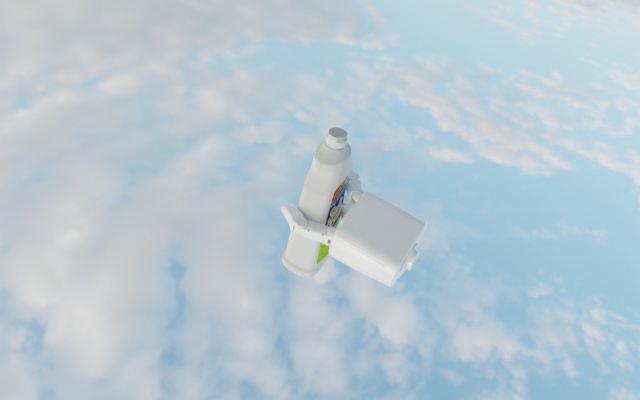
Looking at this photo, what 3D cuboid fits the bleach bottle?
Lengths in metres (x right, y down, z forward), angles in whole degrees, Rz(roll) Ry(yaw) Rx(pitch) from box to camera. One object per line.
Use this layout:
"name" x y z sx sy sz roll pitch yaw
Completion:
"bleach bottle" 0.000 0.002 0.753 0.068 0.251 0.102 27 42 18
